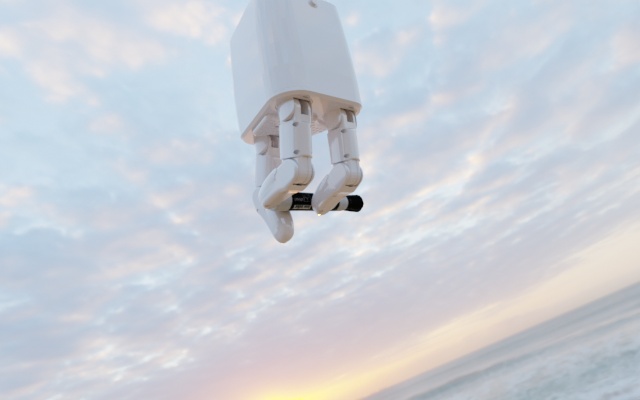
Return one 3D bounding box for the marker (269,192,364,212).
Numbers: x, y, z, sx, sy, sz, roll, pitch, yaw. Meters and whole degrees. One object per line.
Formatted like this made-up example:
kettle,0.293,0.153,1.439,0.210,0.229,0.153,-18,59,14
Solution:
marker,0.000,0.002,0.463,0.020,0.020,0.121,0,-2,45
